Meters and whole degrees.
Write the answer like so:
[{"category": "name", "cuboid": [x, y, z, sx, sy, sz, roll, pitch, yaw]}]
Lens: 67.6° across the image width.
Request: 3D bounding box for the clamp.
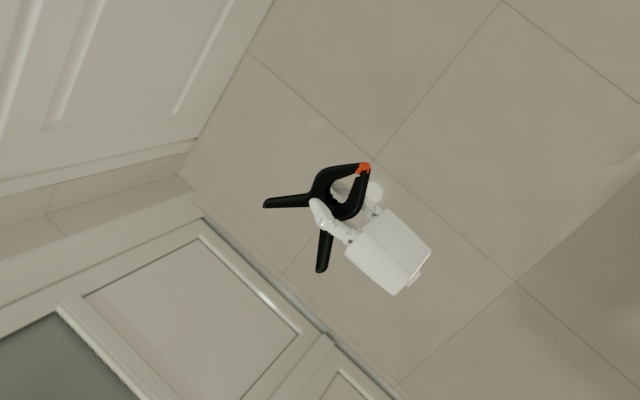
[{"category": "clamp", "cuboid": [0.000, 0.003, 0.808, 0.164, 0.210, 0.036, 43, 27, 10]}]
